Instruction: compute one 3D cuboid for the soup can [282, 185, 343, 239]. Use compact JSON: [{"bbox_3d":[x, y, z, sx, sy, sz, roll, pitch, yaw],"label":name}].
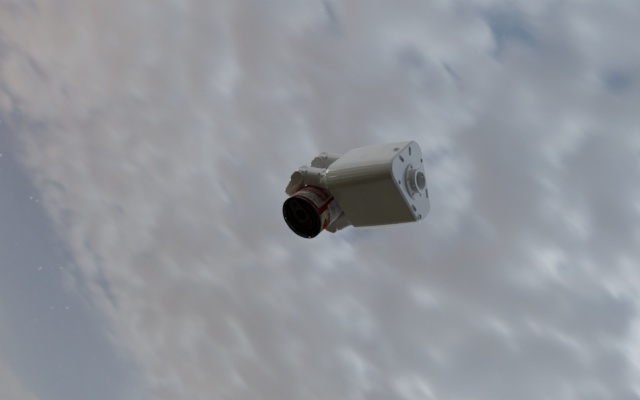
[{"bbox_3d":[0.000,0.002,0.713,0.068,0.068,0.102,0,27,37],"label":"soup can"}]
